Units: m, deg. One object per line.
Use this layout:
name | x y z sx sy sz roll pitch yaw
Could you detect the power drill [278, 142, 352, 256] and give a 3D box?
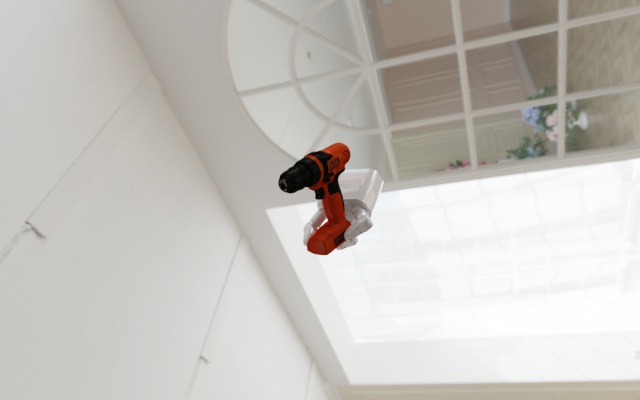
power drill | 0.000 0.003 0.876 0.057 0.188 0.184 12 30 36
